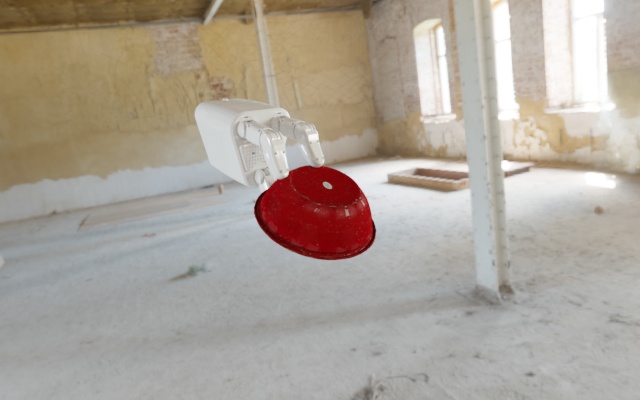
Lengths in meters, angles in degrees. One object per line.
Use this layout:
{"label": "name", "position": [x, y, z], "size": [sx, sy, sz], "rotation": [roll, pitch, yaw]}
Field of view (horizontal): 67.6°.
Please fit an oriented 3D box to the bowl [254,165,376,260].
{"label": "bowl", "position": [0.001, 0.002, 0.604], "size": [0.162, 0.055, 0.162], "rotation": [11, 33, -8]}
